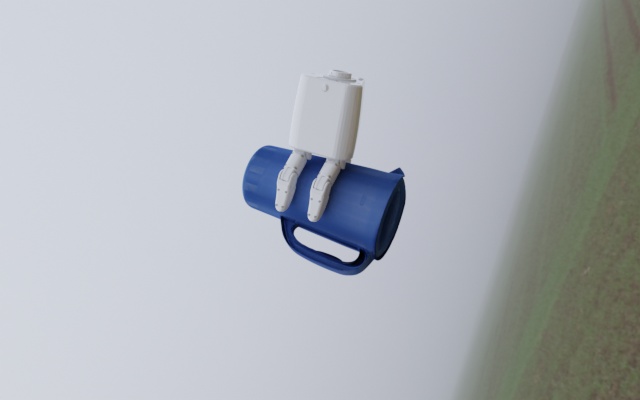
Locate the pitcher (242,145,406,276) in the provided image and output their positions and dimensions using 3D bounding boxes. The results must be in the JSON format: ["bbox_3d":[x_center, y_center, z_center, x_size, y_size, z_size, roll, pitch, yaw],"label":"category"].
[{"bbox_3d":[0.000,0.002,0.739,0.243,0.145,0.149,18,24,20],"label":"pitcher"}]
